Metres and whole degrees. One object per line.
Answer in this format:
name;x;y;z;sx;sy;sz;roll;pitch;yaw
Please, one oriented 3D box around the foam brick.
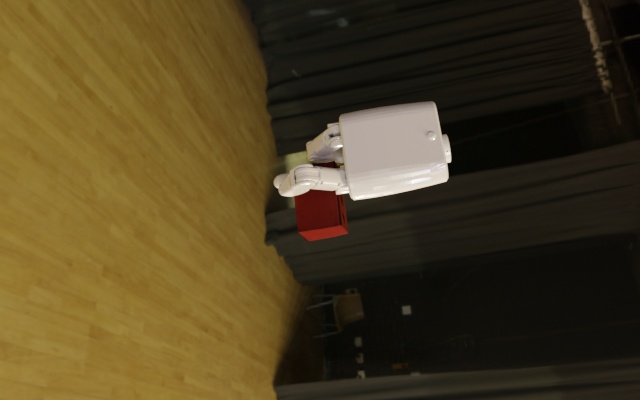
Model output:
foam brick;0.000;0.002;0.552;0.051;0.078;0.053;-8;-15;8
